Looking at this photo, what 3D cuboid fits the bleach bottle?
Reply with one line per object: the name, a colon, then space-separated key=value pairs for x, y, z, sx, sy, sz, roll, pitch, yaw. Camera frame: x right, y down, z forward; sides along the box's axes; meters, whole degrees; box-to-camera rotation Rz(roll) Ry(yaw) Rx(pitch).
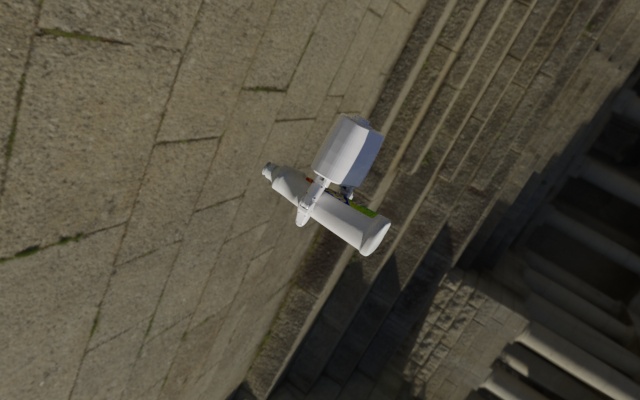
bleach bottle: x=0.000 y=0.003 z=0.860 sx=0.251 sy=0.068 sz=0.102 roll=31 pitch=13 yaw=13
